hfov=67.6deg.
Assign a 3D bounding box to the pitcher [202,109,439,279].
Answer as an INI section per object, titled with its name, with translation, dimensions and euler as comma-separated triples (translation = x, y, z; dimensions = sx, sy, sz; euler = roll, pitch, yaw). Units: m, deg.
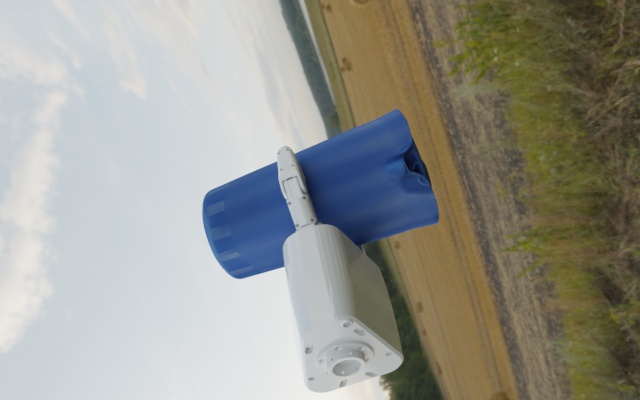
[pitcher]
translation = 0.000, 0.002, 0.545
dimensions = 0.243, 0.149, 0.145
euler = -19, 42, 5
